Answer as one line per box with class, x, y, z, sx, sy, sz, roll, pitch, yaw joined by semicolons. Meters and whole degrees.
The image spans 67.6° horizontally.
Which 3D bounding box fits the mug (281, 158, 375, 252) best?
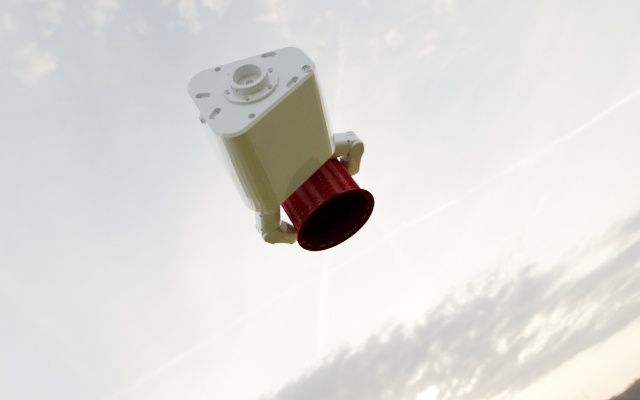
mug;0.000;0.002;0.529;0.093;0.081;0.117;-28;-34;-10
